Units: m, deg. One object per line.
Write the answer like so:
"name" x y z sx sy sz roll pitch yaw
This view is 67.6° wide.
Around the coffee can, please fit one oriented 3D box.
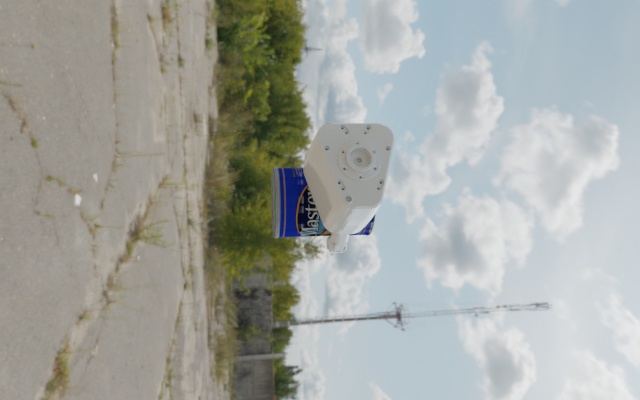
"coffee can" 0.000 0.002 0.701 0.140 0.103 0.103 -1 0 -9
